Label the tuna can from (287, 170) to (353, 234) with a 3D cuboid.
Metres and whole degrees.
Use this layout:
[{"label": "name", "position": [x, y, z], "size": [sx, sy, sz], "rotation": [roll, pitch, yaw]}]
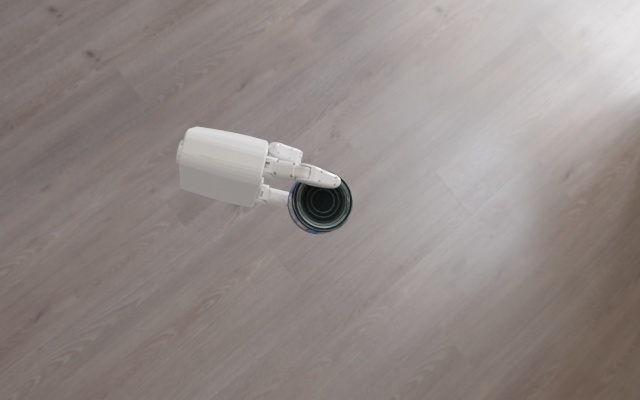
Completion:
[{"label": "tuna can", "position": [0.000, 0.002, 0.647], "size": [0.086, 0.086, 0.034], "rotation": [0, -8, -14]}]
